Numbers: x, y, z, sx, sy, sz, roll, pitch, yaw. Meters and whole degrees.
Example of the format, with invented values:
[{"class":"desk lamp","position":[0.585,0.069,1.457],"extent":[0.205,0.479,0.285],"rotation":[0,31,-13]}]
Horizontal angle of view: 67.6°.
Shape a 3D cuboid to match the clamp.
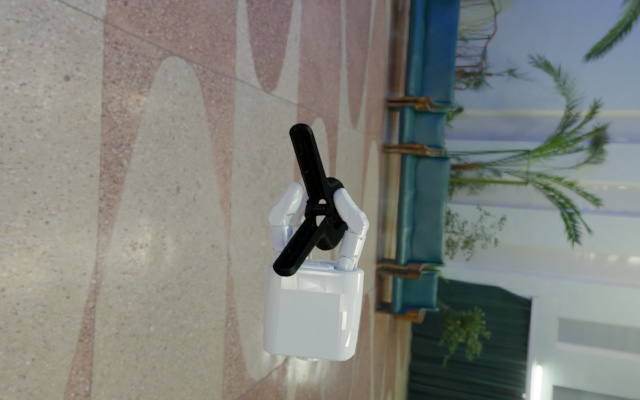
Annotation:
[{"class":"clamp","position":[0.001,0.002,0.586],"extent":[0.036,0.164,0.210],"rotation":[5,-1,20]}]
